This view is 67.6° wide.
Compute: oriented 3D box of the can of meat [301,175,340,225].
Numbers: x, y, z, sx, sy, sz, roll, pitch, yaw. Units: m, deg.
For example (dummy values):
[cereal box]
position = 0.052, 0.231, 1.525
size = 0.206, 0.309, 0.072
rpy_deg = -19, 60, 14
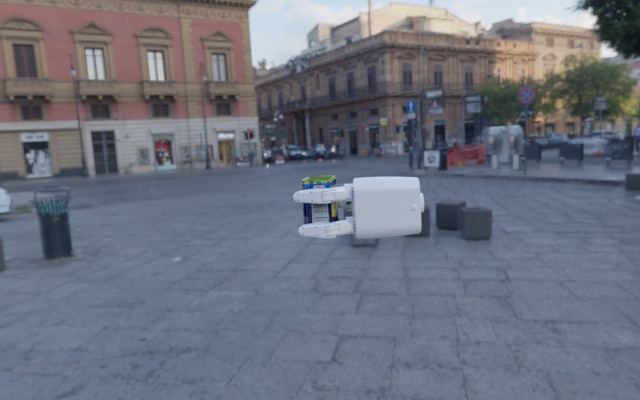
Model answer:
[can of meat]
position = 0.000, 0.002, 0.813
size = 0.057, 0.084, 0.102
rpy_deg = -2, 7, 8
